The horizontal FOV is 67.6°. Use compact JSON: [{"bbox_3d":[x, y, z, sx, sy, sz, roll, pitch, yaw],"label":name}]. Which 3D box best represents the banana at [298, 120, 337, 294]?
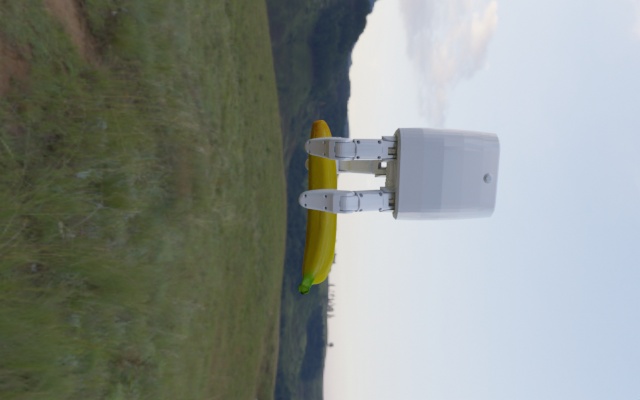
[{"bbox_3d":[0.001,0.009,0.552,0.037,0.197,0.070,2,-13,4],"label":"banana"}]
